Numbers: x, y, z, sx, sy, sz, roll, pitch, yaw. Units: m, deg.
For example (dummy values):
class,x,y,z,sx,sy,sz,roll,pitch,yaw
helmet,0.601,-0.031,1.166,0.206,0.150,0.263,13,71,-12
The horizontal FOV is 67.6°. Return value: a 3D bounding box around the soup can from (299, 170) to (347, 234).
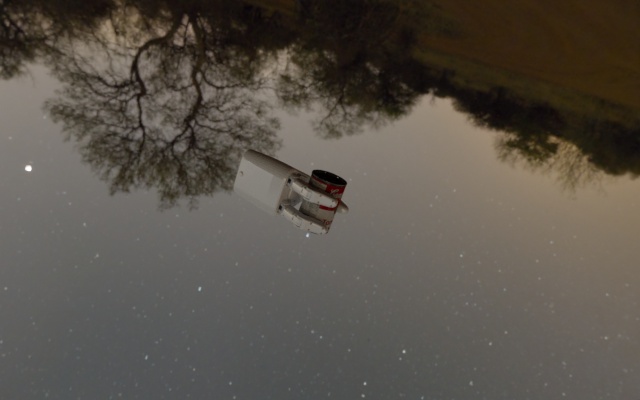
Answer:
class,x,y,z,sx,sy,sz,roll,pitch,yaw
soup can,0.001,0.003,0.880,0.068,0.102,0.068,18,18,-6
